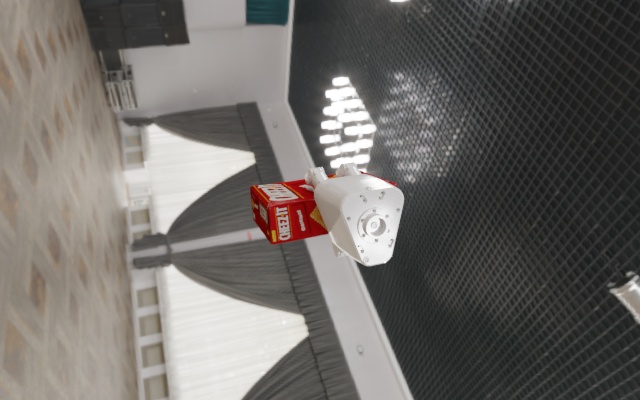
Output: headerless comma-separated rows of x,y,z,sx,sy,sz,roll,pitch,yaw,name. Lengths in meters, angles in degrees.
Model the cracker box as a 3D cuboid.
0.000,0.003,0.809,0.213,0.072,0.164,-9,14,-16,cracker box
